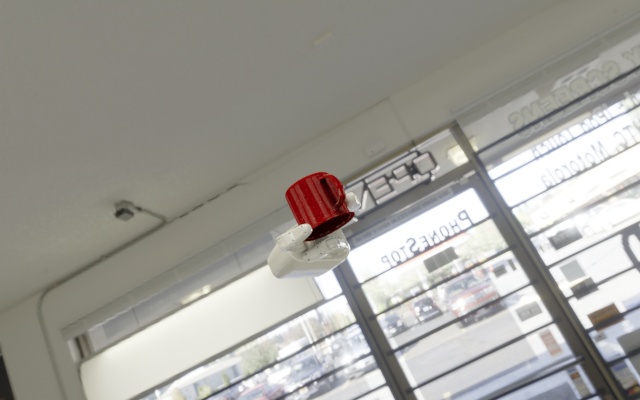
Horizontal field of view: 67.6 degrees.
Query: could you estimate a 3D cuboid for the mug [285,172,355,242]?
[{"bbox_3d":[0.001,0.002,0.750,0.093,0.081,0.117,-16,-20,-34],"label":"mug"}]
